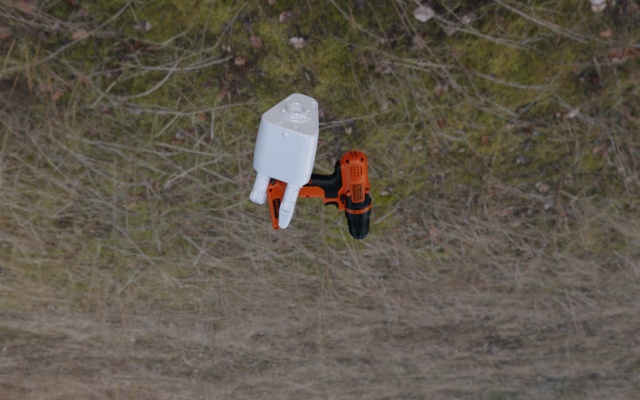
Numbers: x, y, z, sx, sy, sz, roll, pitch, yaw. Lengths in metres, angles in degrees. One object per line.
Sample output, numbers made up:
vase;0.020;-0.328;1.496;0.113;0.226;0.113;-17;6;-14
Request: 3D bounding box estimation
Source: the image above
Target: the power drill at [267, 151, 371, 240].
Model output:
power drill;0.000;0.003;0.879;0.187;0.184;0.057;-8;31;-2
